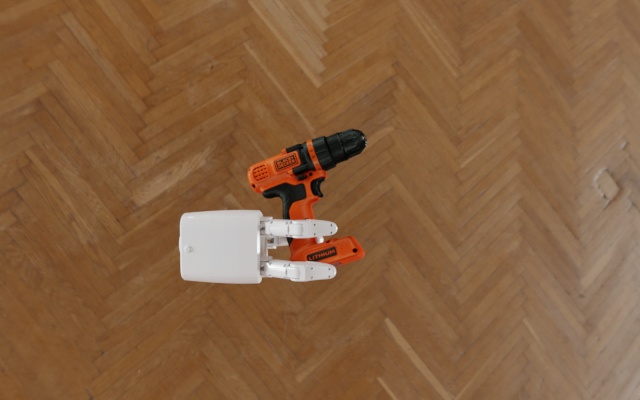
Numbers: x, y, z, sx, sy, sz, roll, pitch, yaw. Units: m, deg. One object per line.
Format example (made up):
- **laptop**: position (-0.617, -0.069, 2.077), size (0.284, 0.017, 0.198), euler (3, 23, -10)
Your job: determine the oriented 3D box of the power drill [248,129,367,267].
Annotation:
- **power drill**: position (0.000, 0.003, 0.686), size (0.184, 0.187, 0.057), euler (-21, -17, 11)
